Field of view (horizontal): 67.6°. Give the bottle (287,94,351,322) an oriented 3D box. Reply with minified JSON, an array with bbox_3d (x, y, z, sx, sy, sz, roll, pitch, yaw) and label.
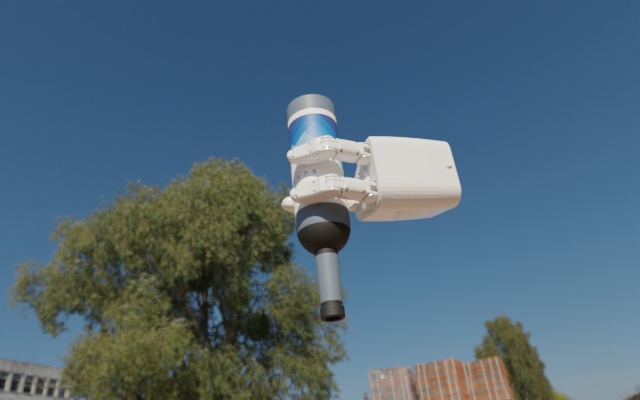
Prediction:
[{"bbox_3d":[0.000,0.002,0.595,0.069,0.295,0.069,-5,-29,-3],"label":"bottle"}]
